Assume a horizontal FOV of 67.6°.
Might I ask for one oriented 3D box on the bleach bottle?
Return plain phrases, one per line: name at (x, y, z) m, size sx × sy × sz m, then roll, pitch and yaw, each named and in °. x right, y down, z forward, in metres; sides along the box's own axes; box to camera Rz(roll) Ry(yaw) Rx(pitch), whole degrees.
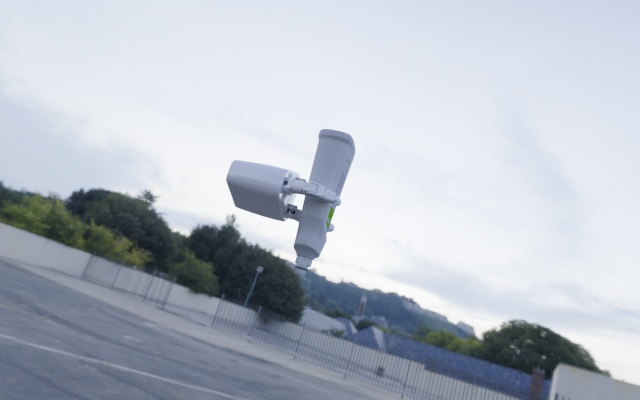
bleach bottle at (0.000, 0.003, 0.872) m, size 0.068 × 0.250 × 0.103 m, roll 13°, pitch -16°, yaw 14°
